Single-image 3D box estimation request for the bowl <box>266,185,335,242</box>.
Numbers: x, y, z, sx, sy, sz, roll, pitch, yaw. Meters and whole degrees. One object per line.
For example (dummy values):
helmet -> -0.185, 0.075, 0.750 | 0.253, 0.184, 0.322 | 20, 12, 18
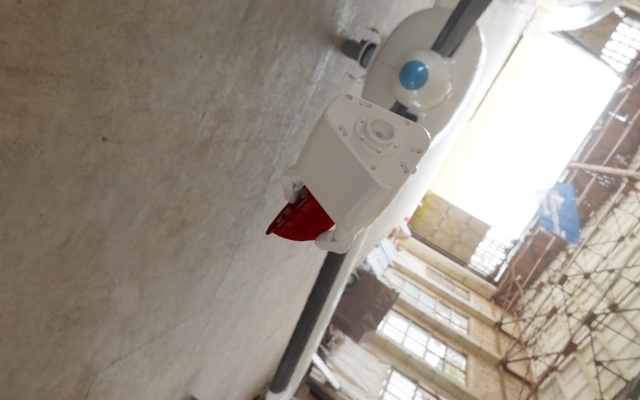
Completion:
bowl -> 0.000, 0.003, 0.641 | 0.055, 0.162, 0.162 | 43, -7, -7
